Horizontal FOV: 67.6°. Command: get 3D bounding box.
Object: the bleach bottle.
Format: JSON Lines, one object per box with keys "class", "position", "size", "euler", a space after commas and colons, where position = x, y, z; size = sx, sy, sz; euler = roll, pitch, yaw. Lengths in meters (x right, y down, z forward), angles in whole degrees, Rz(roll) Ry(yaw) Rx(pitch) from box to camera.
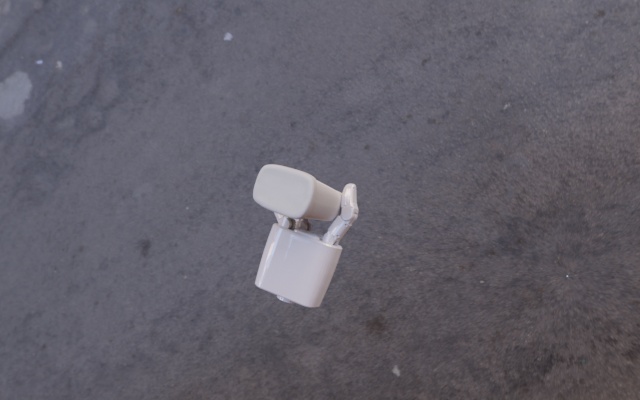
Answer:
{"class": "bleach bottle", "position": [0.000, 0.002, 0.780], "size": [0.102, 0.068, 0.251], "euler": [19, 1, 28]}
